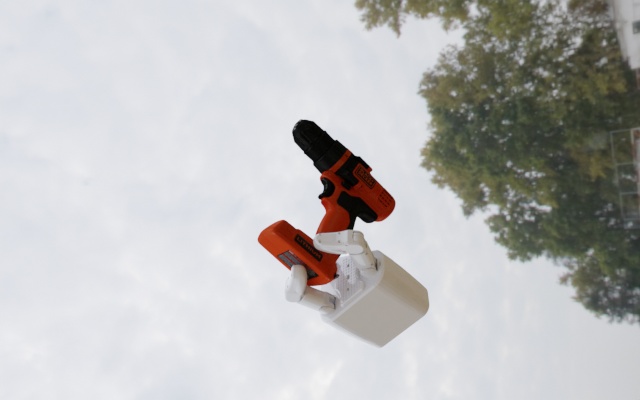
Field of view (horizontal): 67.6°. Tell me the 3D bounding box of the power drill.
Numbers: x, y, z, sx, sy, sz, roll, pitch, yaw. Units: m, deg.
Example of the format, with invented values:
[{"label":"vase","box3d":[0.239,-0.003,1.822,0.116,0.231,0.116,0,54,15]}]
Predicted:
[{"label":"power drill","box3d":[0.000,0.003,0.628,0.184,0.187,0.057,42,-34,-10]}]
